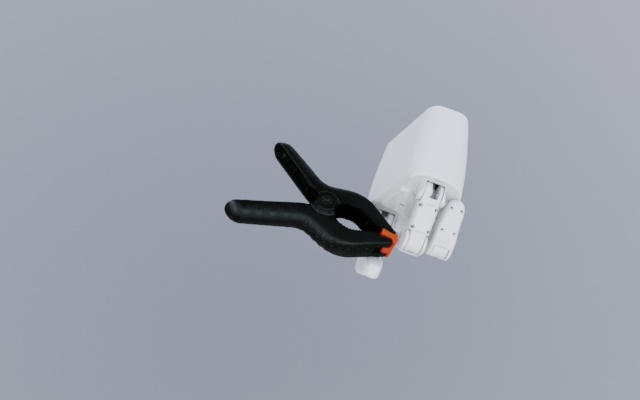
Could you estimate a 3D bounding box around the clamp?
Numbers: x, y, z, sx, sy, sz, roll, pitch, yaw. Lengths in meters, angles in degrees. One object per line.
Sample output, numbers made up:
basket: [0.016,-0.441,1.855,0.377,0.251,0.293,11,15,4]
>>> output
clamp: [0.000,0.001,0.497,0.171,0.120,0.039,22,-37,-2]
